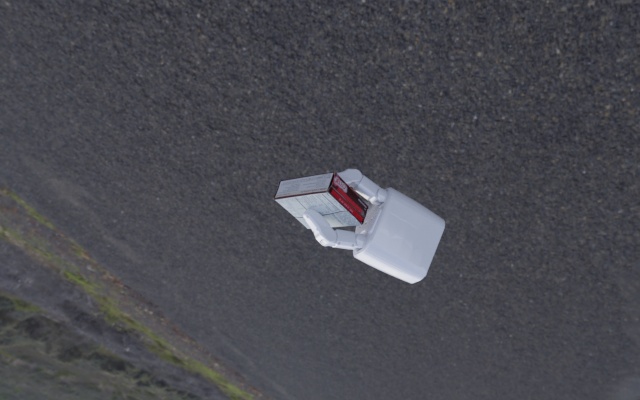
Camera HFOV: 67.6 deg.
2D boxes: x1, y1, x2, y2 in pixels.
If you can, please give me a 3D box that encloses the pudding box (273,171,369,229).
[{"bbox_3d":[0.000,0.002,0.702,0.113,0.039,0.090,-8,-40,40],"label":"pudding box"}]
